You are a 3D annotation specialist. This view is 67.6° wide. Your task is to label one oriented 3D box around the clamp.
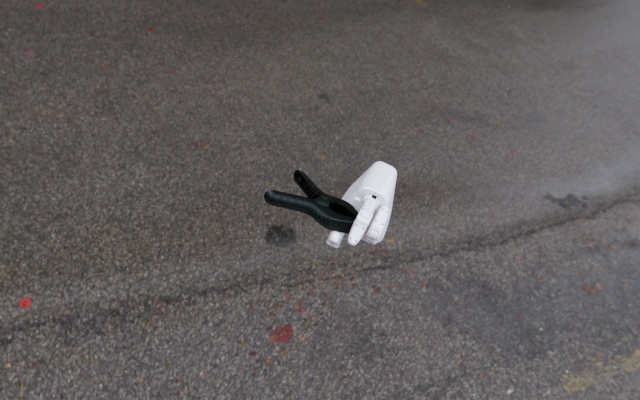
[{"bbox_3d":[0.000,0.002,0.816,0.171,0.039,0.120,26,38,4],"label":"clamp"}]
